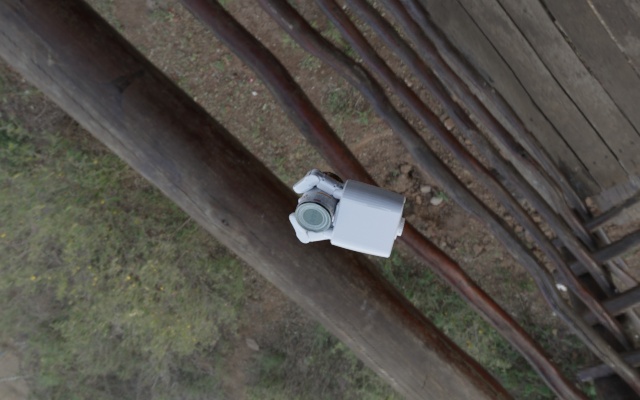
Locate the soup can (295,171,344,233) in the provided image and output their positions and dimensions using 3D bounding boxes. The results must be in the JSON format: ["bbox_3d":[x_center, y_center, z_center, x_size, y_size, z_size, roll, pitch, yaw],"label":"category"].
[{"bbox_3d":[0.000,0.003,0.853,0.068,0.068,0.102,0,34,18],"label":"soup can"}]
